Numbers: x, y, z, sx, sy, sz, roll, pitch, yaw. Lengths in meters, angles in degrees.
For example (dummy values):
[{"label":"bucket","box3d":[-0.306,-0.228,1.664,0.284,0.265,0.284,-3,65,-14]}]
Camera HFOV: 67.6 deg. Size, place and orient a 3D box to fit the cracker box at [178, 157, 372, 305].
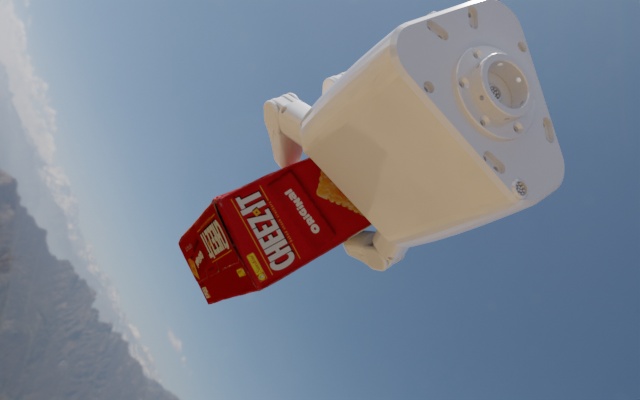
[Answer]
[{"label":"cracker box","box3d":[0.000,0.001,0.402,0.213,0.072,0.164,-27,-3,-28]}]
